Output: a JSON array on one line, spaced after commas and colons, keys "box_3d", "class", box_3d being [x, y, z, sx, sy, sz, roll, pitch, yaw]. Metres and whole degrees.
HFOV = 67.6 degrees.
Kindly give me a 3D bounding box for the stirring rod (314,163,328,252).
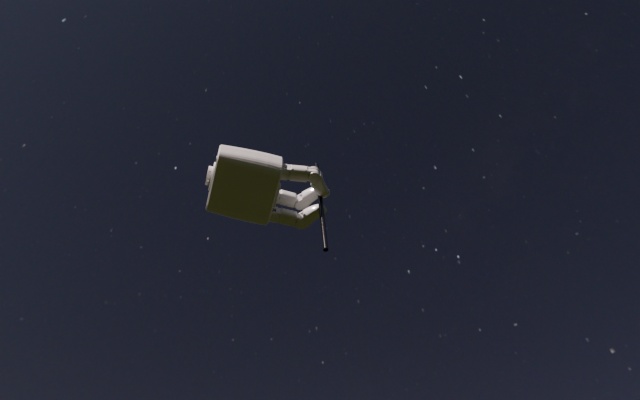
[{"box_3d": [0.000, 0.003, 0.806, 0.011, 0.011, 0.239, 0, 36, -5], "class": "stirring rod"}]
